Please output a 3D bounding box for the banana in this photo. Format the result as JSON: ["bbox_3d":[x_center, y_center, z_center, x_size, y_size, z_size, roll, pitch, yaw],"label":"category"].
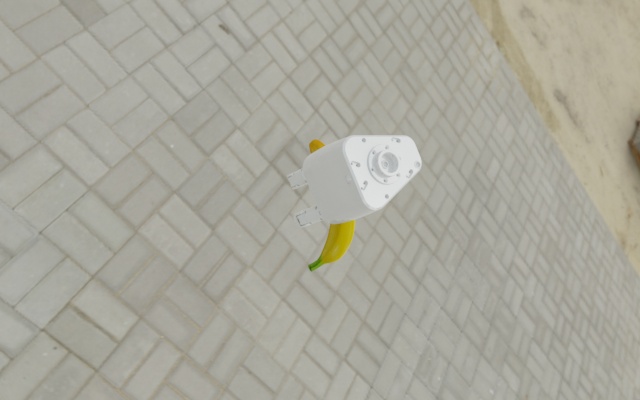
[{"bbox_3d":[0.018,0.006,0.711,0.069,0.198,0.037,2,-5,-16],"label":"banana"}]
